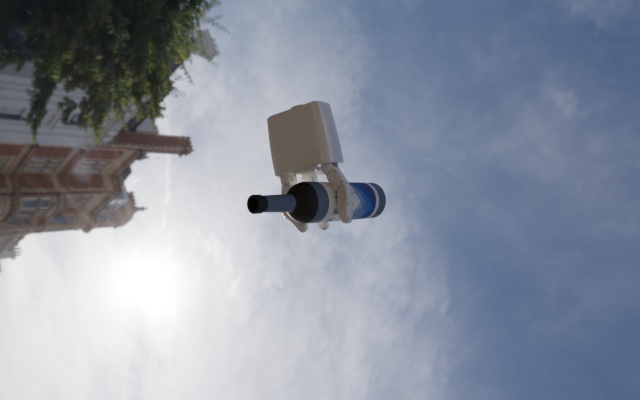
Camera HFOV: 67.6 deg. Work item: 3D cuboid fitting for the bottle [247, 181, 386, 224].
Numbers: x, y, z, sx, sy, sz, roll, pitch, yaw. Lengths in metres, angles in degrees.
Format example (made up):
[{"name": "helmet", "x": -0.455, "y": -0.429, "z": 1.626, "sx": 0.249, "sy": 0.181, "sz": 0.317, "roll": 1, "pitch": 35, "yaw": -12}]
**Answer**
[{"name": "bottle", "x": 0.000, "y": 0.003, "z": 0.780, "sx": 0.069, "sy": 0.069, "sz": 0.296, "roll": 0, "pitch": 1, "yaw": 40}]
